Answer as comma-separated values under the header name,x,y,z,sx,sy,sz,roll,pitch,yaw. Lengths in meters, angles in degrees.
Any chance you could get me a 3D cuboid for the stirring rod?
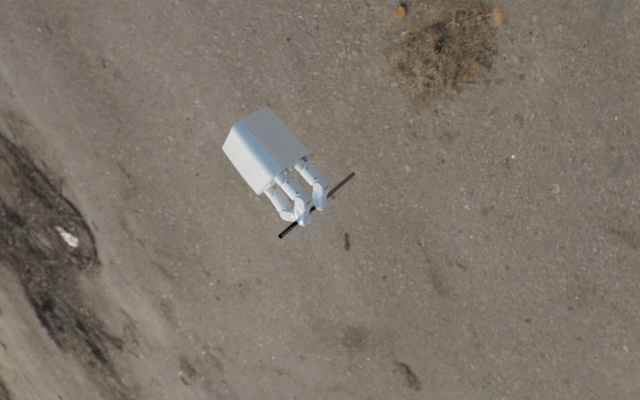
name,x,y,z,sx,sy,sz,roll,pitch,yaw
stirring rod,0.000,0.003,0.849,0.011,0.011,0.239,0,27,37
